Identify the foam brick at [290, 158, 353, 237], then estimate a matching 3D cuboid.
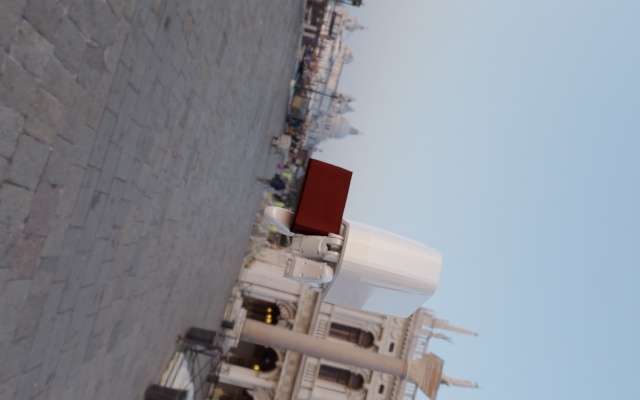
[{"bbox_3d":[0.000,0.001,0.537,0.051,0.078,0.053,15,-15,-3],"label":"foam brick"}]
